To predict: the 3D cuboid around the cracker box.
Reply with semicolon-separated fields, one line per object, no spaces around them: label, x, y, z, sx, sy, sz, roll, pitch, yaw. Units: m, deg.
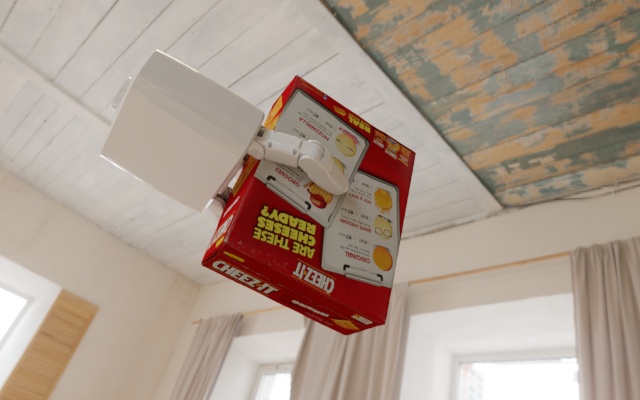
cracker box;0.000;0.001;0.480;0.164;0.213;0.072;30;-37;-17
